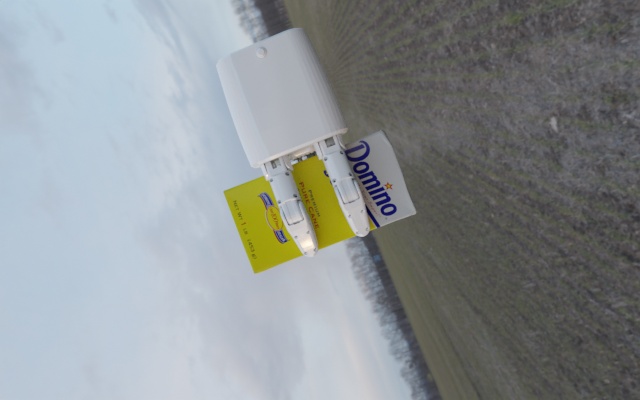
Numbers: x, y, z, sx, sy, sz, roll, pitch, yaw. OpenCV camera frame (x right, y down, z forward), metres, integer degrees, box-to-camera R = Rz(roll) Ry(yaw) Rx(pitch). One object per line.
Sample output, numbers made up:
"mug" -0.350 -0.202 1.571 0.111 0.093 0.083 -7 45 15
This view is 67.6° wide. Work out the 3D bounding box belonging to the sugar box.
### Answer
"sugar box" 0.000 0.002 0.494 0.176 0.093 0.048 -22 -1 4
